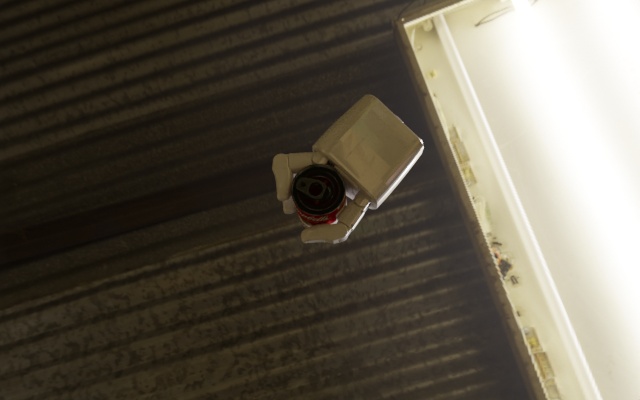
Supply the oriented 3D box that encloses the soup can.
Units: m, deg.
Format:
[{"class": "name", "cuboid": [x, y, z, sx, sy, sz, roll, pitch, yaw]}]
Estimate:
[{"class": "soup can", "cuboid": [0.000, 0.003, 0.631, 0.068, 0.068, 0.102, 0, -19, 4]}]
